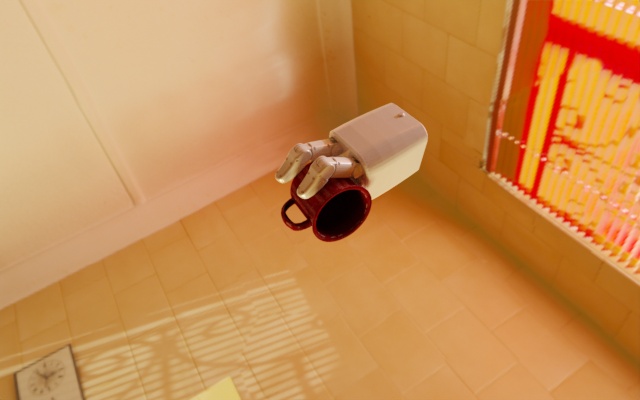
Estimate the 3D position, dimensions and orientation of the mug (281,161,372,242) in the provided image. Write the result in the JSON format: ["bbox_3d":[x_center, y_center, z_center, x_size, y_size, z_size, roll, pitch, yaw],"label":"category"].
[{"bbox_3d":[-0.001,0.003,0.658,0.117,0.093,0.081,-29,48,-14],"label":"mug"}]
